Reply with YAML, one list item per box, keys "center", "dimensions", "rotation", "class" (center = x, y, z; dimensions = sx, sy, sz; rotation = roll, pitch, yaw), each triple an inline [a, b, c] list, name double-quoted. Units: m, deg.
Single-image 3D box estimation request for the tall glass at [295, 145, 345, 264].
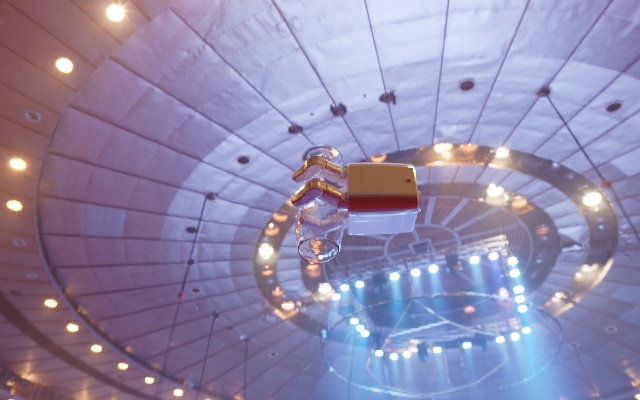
- center: [0.000, 0.002, 0.768]
  dimensions: [0.079, 0.200, 0.079]
  rotation: [1, -44, 1]
  class: "tall glass"
